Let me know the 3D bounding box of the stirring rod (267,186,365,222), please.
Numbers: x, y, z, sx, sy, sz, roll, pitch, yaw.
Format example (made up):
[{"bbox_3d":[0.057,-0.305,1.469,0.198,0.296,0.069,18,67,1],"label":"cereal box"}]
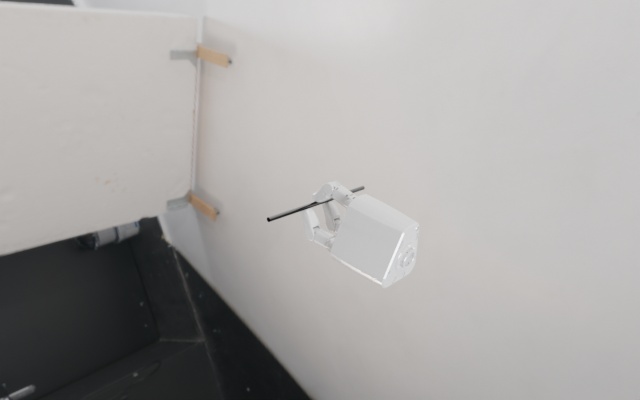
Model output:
[{"bbox_3d":[0.000,0.003,0.826,0.011,0.011,0.239,0,13,44],"label":"stirring rod"}]
